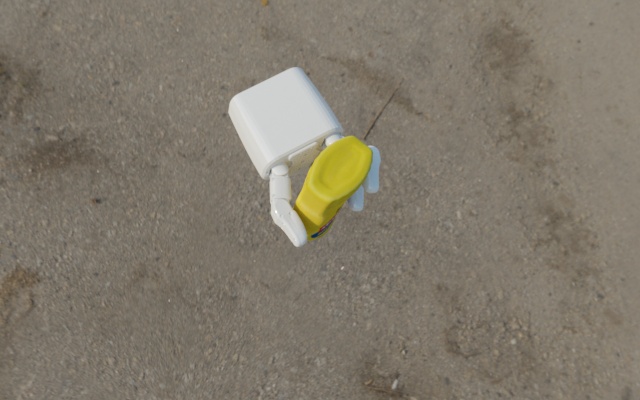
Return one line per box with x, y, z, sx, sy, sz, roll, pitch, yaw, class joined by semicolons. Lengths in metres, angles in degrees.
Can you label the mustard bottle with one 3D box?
0.000;0.002;0.607;0.058;0.096;0.192;37;-29;3;mustard bottle
